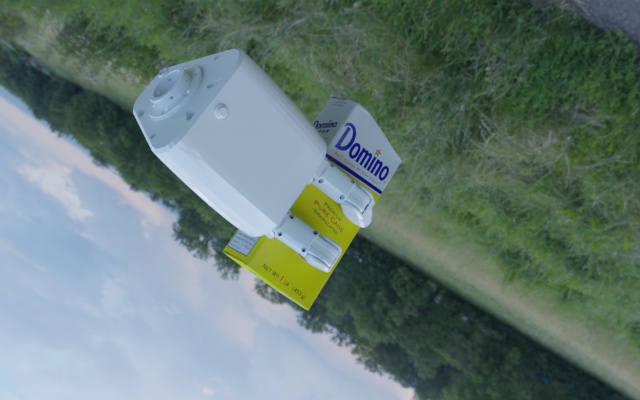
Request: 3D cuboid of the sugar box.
[{"bbox_3d":[0.000,0.002,0.440,0.048,0.176,0.093,21,-18,47],"label":"sugar box"}]
